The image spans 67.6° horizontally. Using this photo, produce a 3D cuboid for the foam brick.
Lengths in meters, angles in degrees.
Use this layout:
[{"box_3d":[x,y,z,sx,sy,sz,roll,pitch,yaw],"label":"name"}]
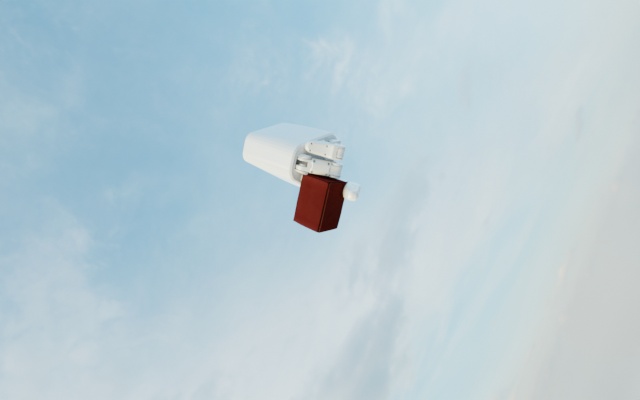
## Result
[{"box_3d":[0.000,0.003,0.726,0.051,0.078,0.053,20,14,32],"label":"foam brick"}]
